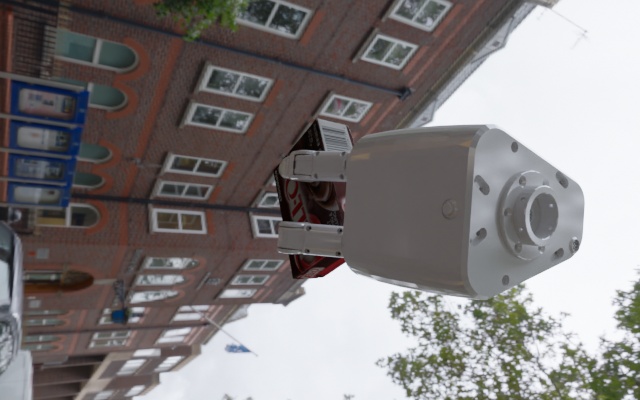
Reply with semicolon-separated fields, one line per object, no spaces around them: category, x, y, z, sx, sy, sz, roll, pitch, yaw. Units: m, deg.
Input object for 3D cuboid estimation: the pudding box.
pudding box;0.000;0.001;0.413;0.039;0.113;0.090;5;-29;-31
